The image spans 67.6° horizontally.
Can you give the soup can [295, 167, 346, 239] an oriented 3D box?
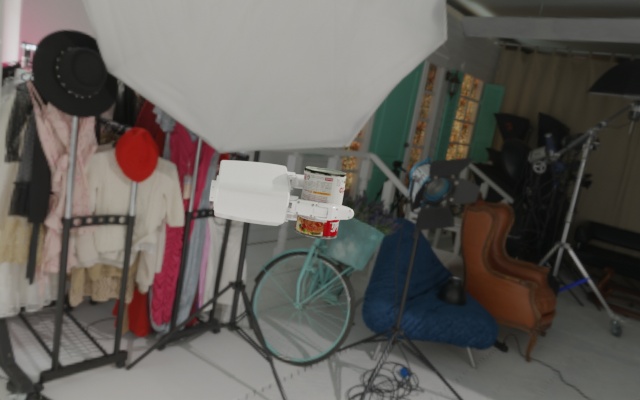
[{"bbox_3d":[0.001,0.002,0.750,0.068,0.102,0.068,9,9,-1],"label":"soup can"}]
